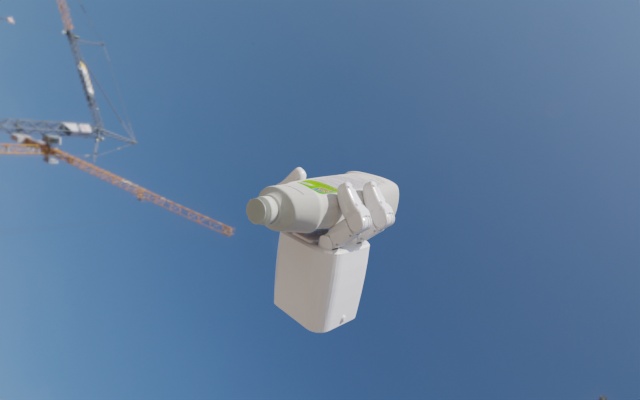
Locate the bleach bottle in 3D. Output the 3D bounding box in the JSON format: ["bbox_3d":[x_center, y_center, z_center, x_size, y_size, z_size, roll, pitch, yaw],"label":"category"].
[{"bbox_3d":[0.000,0.002,0.608,0.102,0.068,0.251,15,13,35],"label":"bleach bottle"}]
